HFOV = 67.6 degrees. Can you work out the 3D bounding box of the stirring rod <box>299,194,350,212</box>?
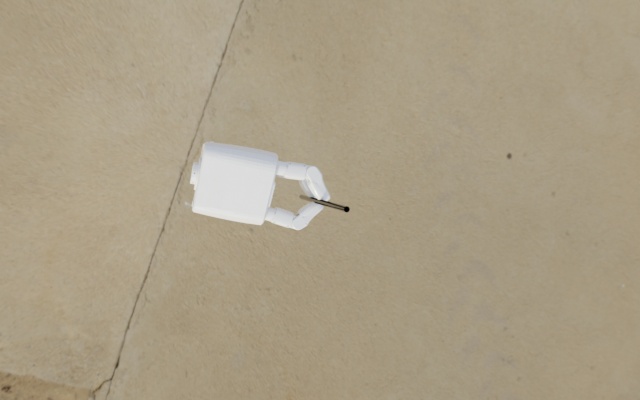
[{"bbox_3d":[0.000,0.002,0.722,0.011,0.011,0.239,0,4,-16],"label":"stirring rod"}]
